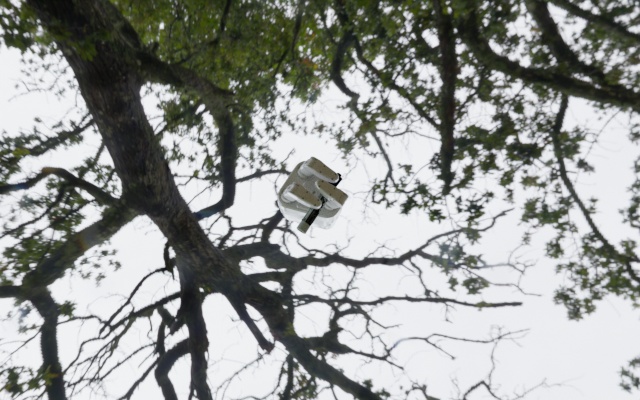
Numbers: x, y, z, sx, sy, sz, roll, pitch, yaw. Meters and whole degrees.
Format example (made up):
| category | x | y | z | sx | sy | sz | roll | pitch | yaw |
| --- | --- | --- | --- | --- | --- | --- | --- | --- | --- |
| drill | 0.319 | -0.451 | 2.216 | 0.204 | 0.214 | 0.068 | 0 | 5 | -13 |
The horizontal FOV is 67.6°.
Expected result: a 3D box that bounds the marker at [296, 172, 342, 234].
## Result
| category | x | y | z | sx | sy | sz | roll | pitch | yaw |
| --- | --- | --- | --- | --- | --- | --- | --- | --- | --- |
| marker | 0.000 | 0.003 | 0.805 | 0.020 | 0.121 | 0.020 | 32 | -15 | 9 |
